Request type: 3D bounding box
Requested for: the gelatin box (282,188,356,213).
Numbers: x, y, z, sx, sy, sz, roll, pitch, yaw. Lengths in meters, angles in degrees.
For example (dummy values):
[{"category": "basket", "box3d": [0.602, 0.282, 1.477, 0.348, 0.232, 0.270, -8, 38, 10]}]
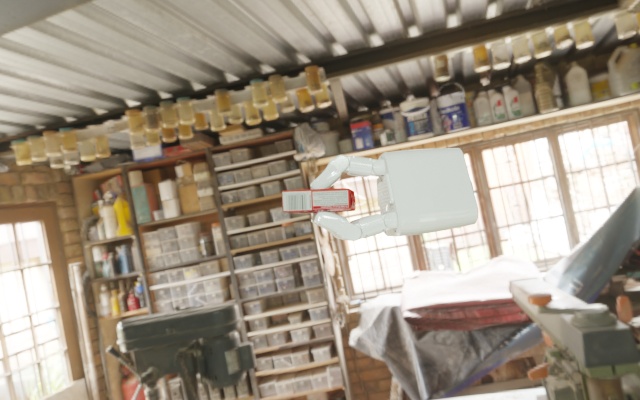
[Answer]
[{"category": "gelatin box", "box3d": [0.000, 0.002, 0.625, 0.089, 0.030, 0.073, -2, -3, 7]}]
